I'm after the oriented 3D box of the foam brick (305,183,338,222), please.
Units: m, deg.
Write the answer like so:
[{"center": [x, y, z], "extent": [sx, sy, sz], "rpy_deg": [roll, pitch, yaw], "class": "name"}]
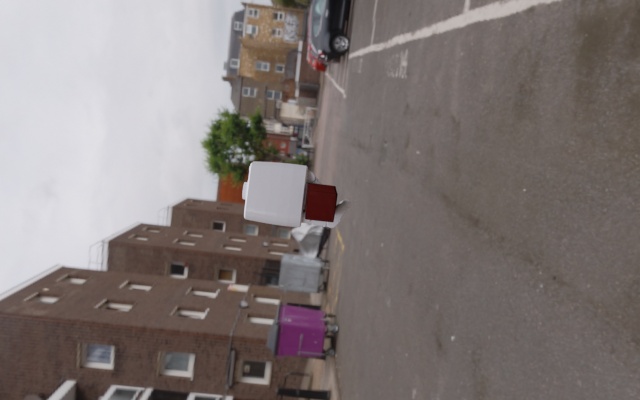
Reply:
[{"center": [0.000, 0.003, 0.843], "extent": [0.051, 0.053, 0.078], "rpy_deg": [7, 11, -2], "class": "foam brick"}]
